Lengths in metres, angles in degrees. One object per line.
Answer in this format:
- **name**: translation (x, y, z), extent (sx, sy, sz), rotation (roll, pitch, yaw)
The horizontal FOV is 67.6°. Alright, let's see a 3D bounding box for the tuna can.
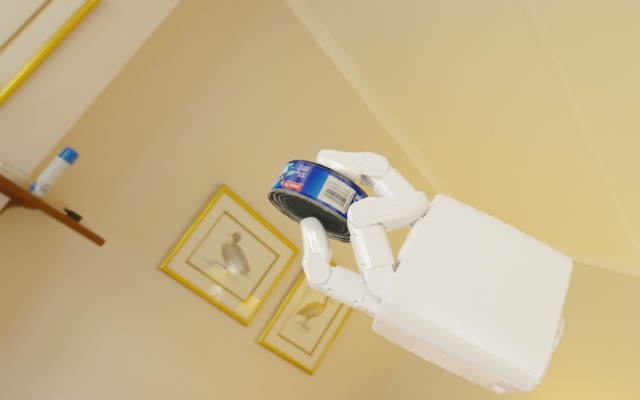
- **tuna can**: translation (0.000, 0.001, 0.409), extent (0.086, 0.033, 0.086), rotation (25, -17, 8)
